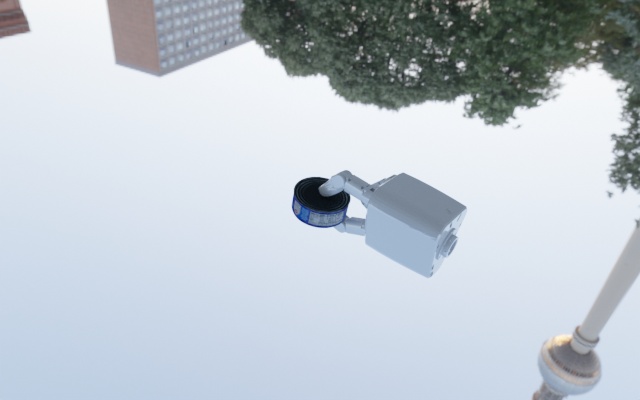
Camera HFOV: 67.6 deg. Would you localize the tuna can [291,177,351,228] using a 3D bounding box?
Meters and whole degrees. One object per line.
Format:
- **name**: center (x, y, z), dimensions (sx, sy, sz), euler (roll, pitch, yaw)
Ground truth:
- **tuna can**: center (0.000, 0.003, 0.714), dimensions (0.086, 0.034, 0.086), euler (8, 37, -6)
